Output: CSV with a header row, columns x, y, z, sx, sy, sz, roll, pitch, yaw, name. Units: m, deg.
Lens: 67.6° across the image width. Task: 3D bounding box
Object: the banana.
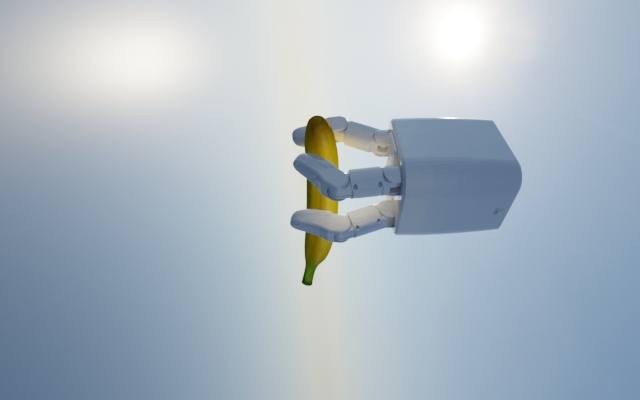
x,y,z,sx,sy,sz,roll,pitch,yaw,name
0.001,-0.005,0.507,0.037,0.198,0.069,3,30,2,banana
